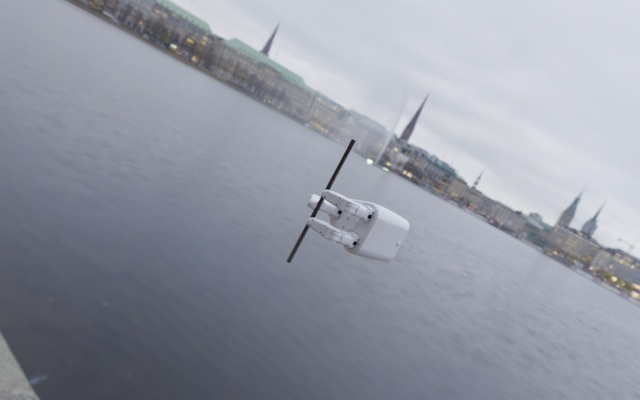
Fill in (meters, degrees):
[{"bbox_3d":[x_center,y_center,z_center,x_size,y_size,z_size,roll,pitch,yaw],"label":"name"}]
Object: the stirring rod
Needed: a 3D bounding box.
[{"bbox_3d":[0.000,0.003,0.822,0.011,0.239,0.011,28,7,-4],"label":"stirring rod"}]
